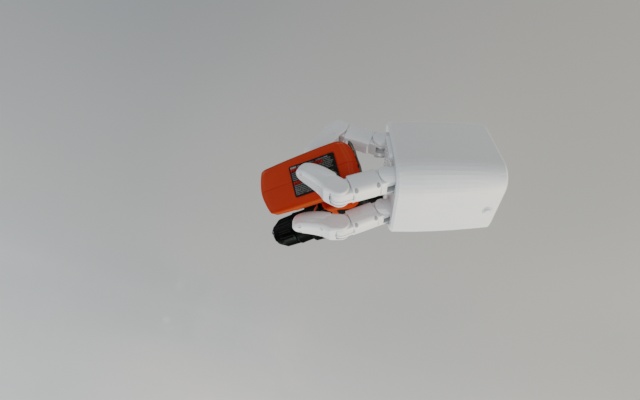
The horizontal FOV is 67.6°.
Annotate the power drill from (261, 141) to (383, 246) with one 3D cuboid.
[{"bbox_3d":[0.000,0.002,0.573,0.184,0.057,0.188,-21,-18,12],"label":"power drill"}]
